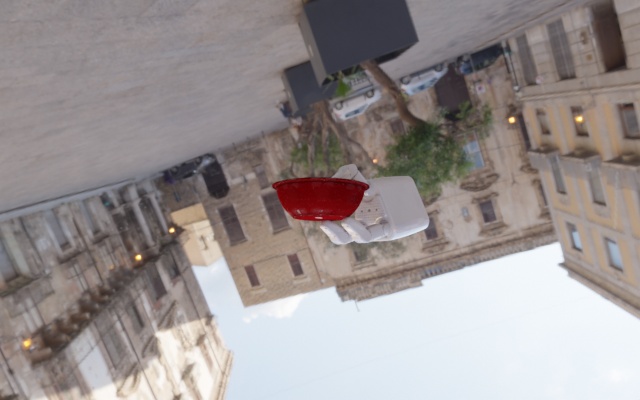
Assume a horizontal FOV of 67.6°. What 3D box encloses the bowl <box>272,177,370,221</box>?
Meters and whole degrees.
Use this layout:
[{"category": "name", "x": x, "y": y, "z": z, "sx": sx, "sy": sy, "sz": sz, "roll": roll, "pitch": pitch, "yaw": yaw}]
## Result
[{"category": "bowl", "x": -0.001, "y": 0.003, "z": 0.786, "sx": 0.162, "sy": 0.055, "sz": 0.162, "roll": 1, "pitch": -8, "yaw": 0}]
